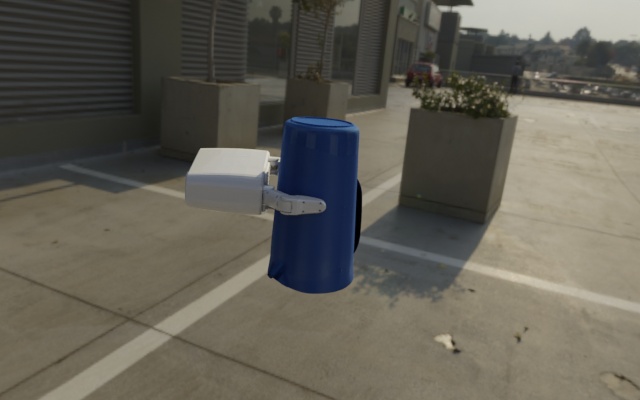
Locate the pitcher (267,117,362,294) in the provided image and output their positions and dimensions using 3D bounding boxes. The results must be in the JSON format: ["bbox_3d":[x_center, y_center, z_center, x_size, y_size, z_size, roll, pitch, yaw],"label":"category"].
[{"bbox_3d":[0.000,0.002,0.714,0.145,0.243,0.149,4,17,-2],"label":"pitcher"}]
